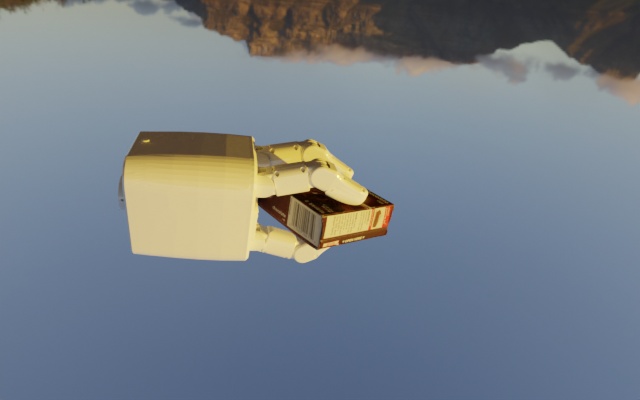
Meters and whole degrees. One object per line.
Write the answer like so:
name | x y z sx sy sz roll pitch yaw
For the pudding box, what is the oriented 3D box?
pudding box | 0.000 0.002 0.467 0.090 0.039 0.113 -9 31 -38
